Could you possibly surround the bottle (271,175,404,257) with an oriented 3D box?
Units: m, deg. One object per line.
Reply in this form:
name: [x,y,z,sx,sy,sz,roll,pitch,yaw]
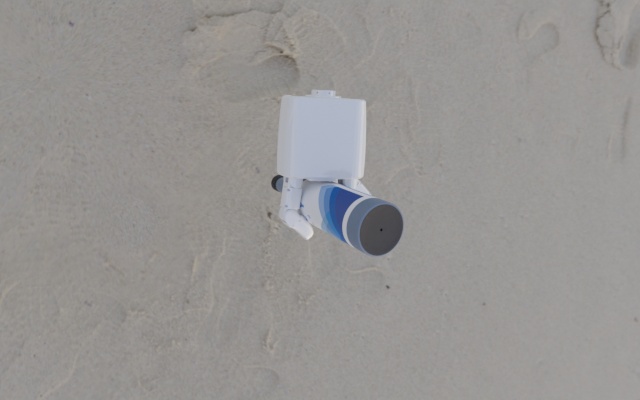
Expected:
bottle: [0.000,0.002,0.676,0.069,0.069,0.295,0,13,-30]
